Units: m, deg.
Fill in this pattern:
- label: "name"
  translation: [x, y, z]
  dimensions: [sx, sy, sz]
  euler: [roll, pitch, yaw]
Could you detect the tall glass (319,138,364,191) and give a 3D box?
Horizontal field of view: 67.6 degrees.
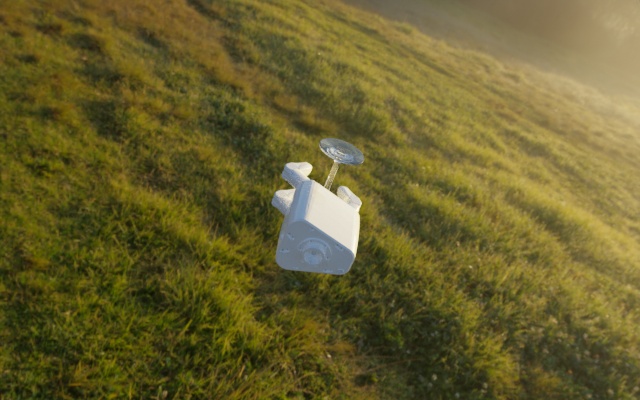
- label: "tall glass"
  translation: [0.000, 0.002, 0.786]
  dimensions: [0.079, 0.201, 0.079]
  euler: [17, 31, -10]
